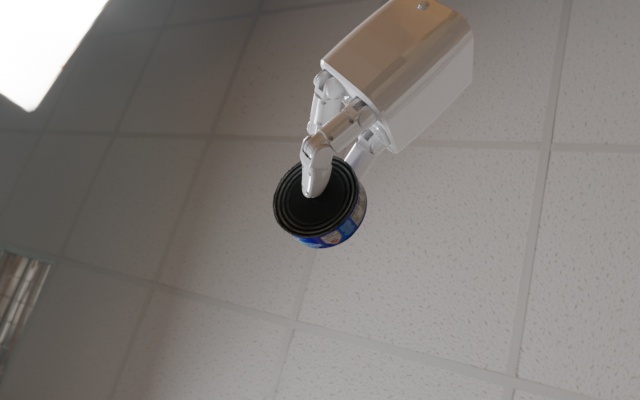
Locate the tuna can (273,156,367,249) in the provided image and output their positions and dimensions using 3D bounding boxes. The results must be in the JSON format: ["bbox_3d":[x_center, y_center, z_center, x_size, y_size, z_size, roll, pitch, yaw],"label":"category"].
[{"bbox_3d":[0.000,0.002,0.454,0.086,0.086,0.034,0,-26,25],"label":"tuna can"}]
